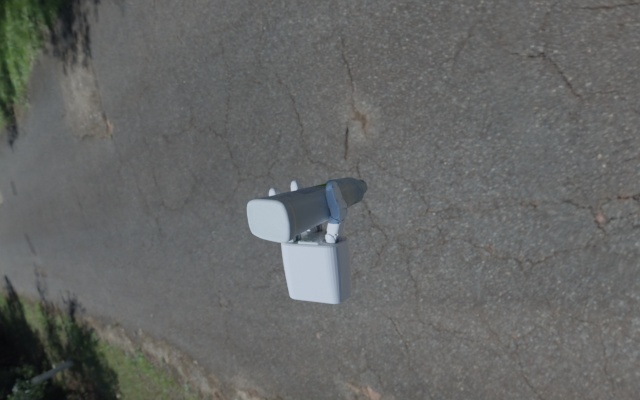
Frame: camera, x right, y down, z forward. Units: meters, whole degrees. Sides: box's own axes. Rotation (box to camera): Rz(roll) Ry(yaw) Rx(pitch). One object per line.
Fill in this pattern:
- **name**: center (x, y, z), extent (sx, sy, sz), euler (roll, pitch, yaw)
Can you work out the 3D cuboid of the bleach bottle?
- **bleach bottle**: center (0.000, 0.003, 0.822), extent (0.102, 0.068, 0.251), euler (6, 17, 43)
